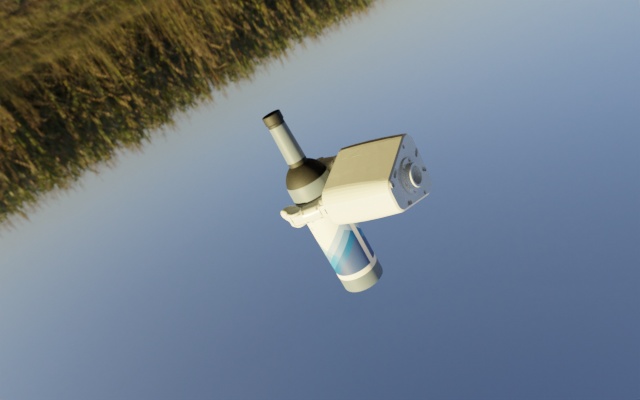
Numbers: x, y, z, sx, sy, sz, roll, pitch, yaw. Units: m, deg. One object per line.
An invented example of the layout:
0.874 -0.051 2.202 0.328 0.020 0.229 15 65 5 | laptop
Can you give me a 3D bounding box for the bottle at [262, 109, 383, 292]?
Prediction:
0.000 0.003 0.700 0.069 0.296 0.069 -26 21 11 | bottle
